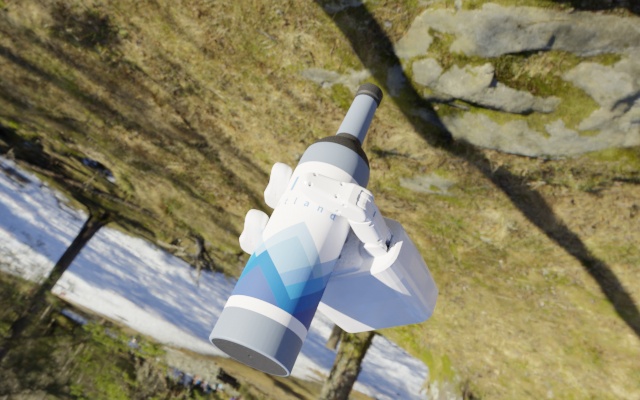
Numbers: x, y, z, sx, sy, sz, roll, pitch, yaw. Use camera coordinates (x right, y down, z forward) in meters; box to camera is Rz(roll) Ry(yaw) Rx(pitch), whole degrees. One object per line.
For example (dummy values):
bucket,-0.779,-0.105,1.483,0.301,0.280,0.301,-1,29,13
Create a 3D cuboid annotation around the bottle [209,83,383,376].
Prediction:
bottle,0.000,0.002,0.429,0.069,0.295,0.069,18,-31,11
